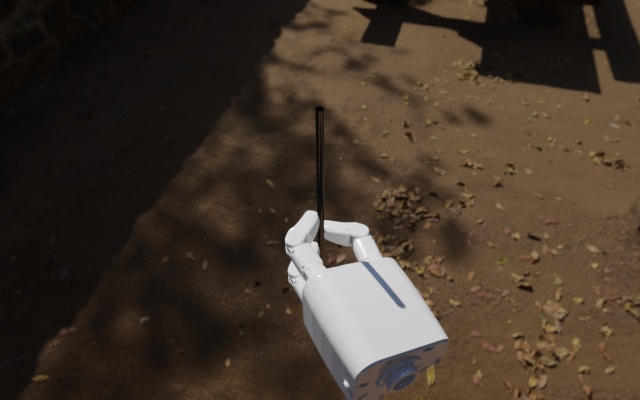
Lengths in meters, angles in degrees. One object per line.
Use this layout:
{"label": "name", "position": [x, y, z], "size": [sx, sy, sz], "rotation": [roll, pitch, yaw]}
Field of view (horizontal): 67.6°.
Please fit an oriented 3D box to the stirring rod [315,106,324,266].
{"label": "stirring rod", "position": [0.000, 0.002, 0.516], "size": [0.011, 0.011, 0.240], "rotation": [0, -44, 0]}
